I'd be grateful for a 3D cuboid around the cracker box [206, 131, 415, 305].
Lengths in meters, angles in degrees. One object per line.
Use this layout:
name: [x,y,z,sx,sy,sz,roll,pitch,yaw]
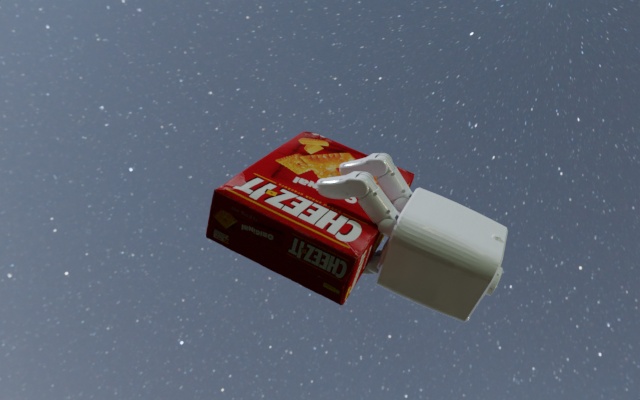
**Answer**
cracker box: [0.000,0.002,0.553,0.164,0.072,0.213,24,32,14]
